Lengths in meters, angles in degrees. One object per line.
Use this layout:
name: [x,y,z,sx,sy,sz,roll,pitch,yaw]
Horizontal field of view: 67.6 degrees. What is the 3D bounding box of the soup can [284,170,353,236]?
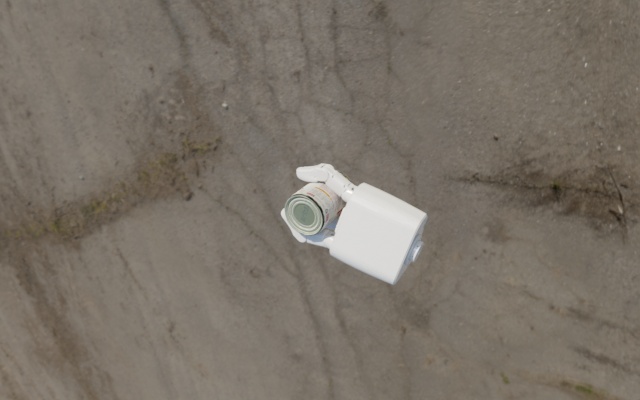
soup can: [0.000,0.002,0.723,0.068,0.068,0.102,0,23,32]
